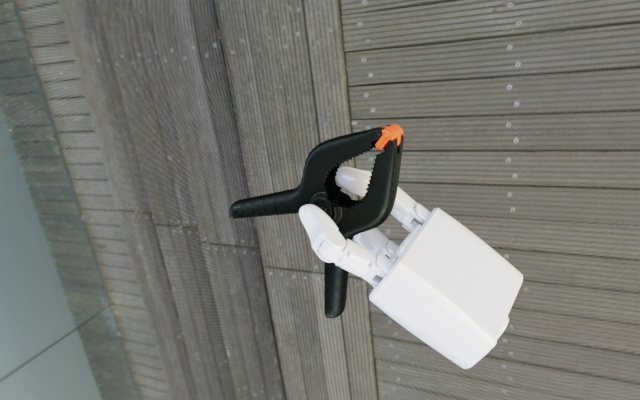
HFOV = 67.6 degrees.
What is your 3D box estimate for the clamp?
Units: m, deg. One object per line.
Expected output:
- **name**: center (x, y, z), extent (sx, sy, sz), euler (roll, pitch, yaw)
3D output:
- **clamp**: center (0.000, 0.002, 0.466), extent (0.164, 0.210, 0.036), euler (38, 33, 10)
